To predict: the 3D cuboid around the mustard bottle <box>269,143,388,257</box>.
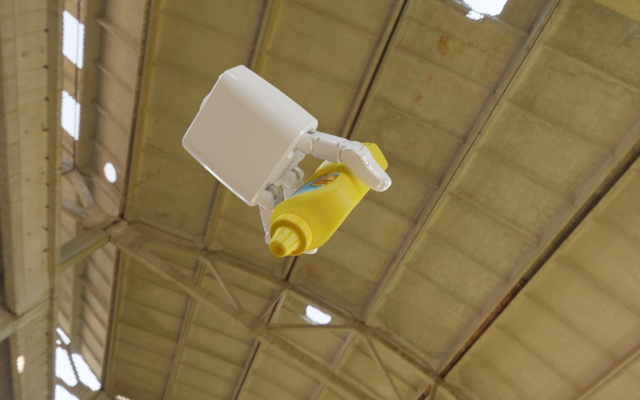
[{"bbox_3d":[0.000,0.002,0.509,0.096,0.058,0.191,-24,13,35],"label":"mustard bottle"}]
